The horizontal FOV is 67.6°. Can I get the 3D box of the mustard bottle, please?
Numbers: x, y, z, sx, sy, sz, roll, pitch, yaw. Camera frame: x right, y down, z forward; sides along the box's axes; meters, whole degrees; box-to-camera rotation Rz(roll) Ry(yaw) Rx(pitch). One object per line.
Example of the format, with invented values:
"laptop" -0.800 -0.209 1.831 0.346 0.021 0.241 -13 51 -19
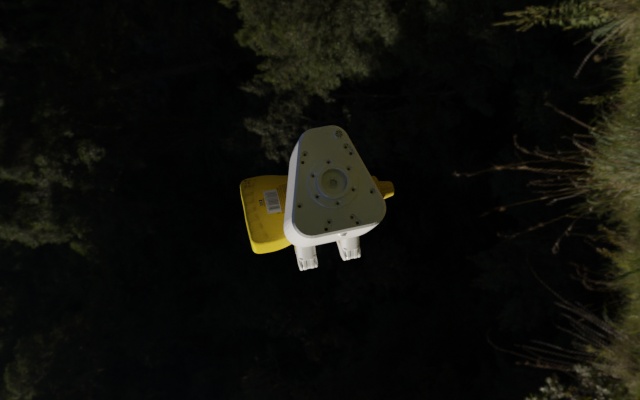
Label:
"mustard bottle" 0.000 0.002 0.605 0.191 0.096 0.058 -11 -31 -8
